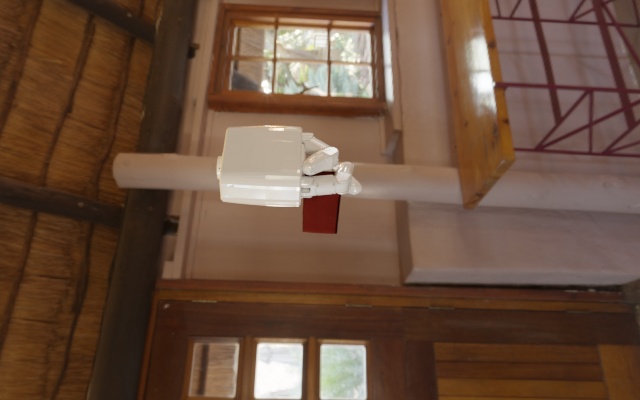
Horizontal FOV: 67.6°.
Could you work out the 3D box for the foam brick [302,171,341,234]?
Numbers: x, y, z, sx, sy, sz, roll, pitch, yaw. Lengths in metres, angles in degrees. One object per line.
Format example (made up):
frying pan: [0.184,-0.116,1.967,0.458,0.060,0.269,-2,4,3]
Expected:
foam brick: [0.000,0.003,0.690,0.051,0.078,0.053,1,37,-4]
